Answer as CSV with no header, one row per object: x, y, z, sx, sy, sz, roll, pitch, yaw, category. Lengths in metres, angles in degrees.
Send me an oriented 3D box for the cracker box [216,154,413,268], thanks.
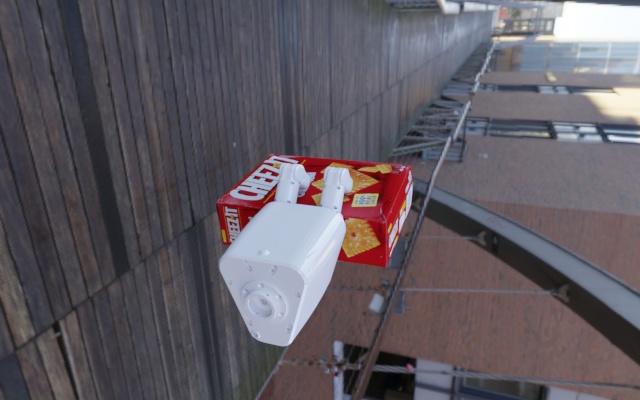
0.000,0.002,0.621,0.213,0.072,0.164,7,29,19,cracker box
